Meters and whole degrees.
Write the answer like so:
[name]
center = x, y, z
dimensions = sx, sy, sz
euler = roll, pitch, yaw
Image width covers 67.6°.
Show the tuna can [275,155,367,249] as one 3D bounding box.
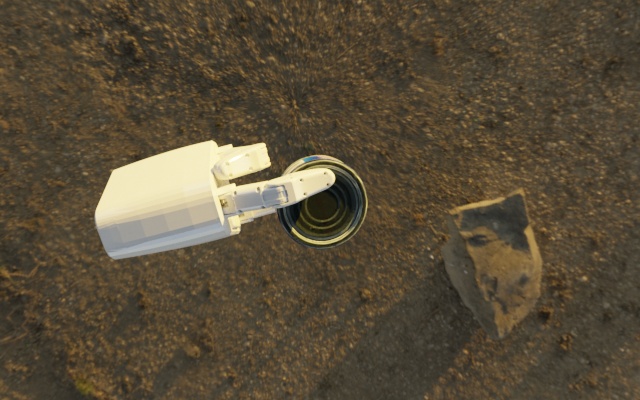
[tuna can]
center = 0.000, 0.002, 0.448
dimensions = 0.086, 0.086, 0.033
euler = 0, 10, -8
